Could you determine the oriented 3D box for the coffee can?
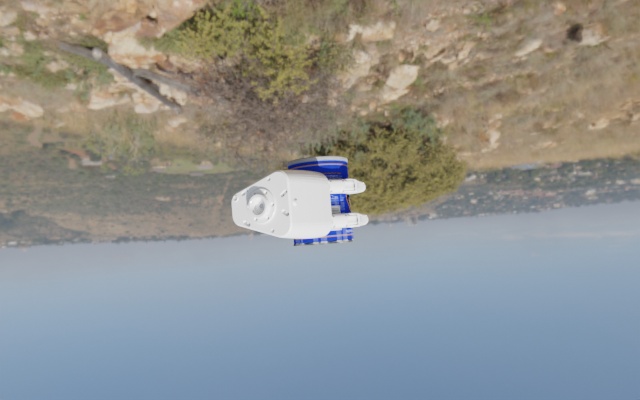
[{"bbox_3d":[0.000,0.002,0.804,0.103,0.140,0.103,-5,-4,0],"label":"coffee can"}]
